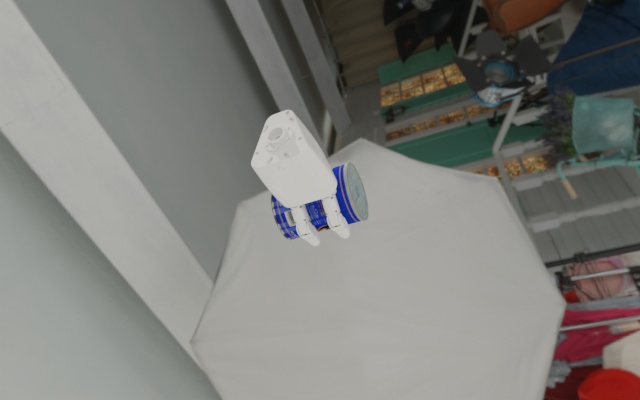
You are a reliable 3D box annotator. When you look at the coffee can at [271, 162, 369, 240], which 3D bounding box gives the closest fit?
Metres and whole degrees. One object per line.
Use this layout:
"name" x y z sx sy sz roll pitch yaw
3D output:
"coffee can" 0.000 0.003 0.826 0.140 0.103 0.103 -16 -5 18
